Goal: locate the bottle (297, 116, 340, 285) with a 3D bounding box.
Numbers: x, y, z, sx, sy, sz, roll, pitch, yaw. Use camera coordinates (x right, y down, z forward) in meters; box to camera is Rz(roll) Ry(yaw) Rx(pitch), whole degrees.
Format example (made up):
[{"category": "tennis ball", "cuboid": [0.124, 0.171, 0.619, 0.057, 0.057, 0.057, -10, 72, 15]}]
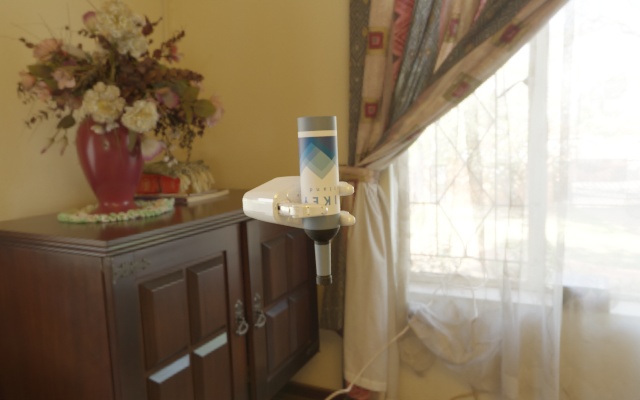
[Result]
[{"category": "bottle", "cuboid": [0.000, 0.002, 0.838, 0.069, 0.296, 0.069, -3, 7, 0]}]
